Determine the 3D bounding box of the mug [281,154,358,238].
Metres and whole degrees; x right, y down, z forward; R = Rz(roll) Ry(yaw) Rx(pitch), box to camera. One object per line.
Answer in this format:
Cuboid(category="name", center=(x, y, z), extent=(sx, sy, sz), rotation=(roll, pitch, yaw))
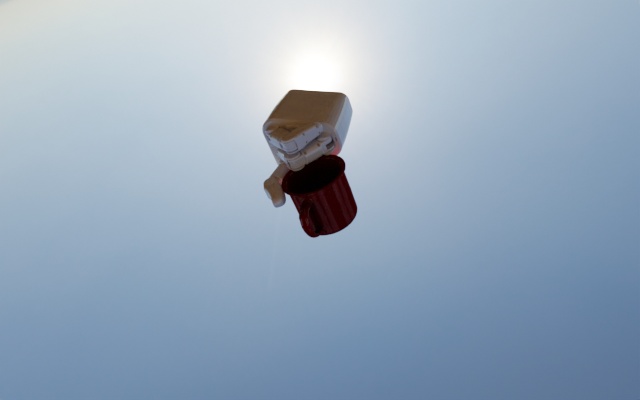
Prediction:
Cuboid(category="mug", center=(0.000, 0.003, 0.660), extent=(0.093, 0.081, 0.117), rotation=(-7, 37, 24))
